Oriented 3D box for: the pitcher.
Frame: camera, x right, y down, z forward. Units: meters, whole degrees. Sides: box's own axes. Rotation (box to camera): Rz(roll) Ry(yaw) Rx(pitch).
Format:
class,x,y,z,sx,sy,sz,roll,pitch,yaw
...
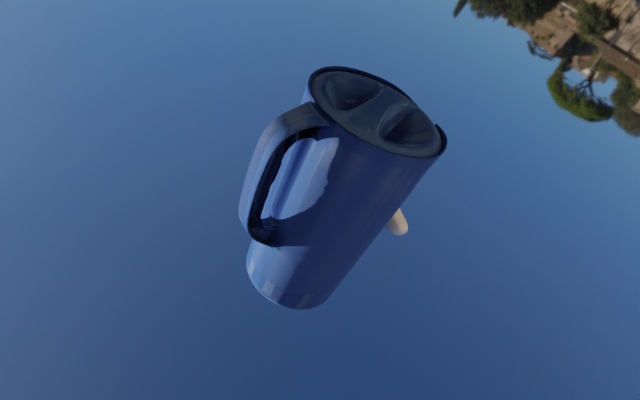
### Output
class,x,y,z,sx,sy,sz,roll,pitch,yaw
pitcher,0.000,0.001,0.476,0.149,0.243,0.145,24,37,-6
